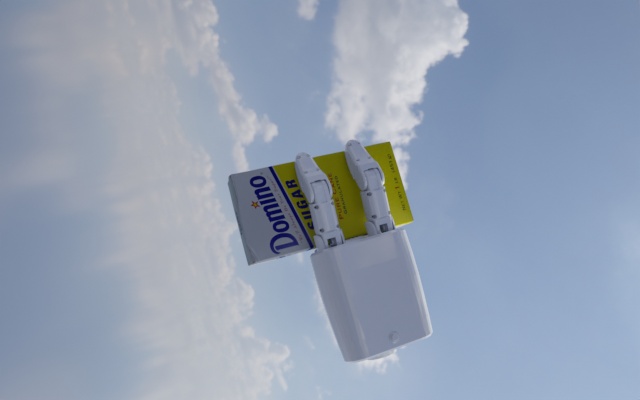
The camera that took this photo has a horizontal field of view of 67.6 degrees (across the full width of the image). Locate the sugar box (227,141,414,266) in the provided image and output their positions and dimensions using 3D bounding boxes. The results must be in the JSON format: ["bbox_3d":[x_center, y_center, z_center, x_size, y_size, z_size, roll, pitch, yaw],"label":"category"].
[{"bbox_3d":[0.000,0.002,0.500,0.176,0.093,0.048,-14,-8,-17],"label":"sugar box"}]
